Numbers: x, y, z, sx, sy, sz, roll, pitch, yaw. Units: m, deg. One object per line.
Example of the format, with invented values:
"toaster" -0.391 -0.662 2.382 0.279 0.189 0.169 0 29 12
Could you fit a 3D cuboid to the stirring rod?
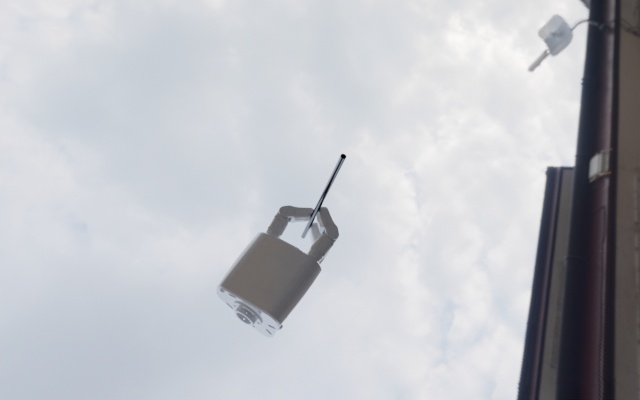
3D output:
"stirring rod" 0.000 0.002 0.708 0.011 0.011 0.240 0 -29 -16
